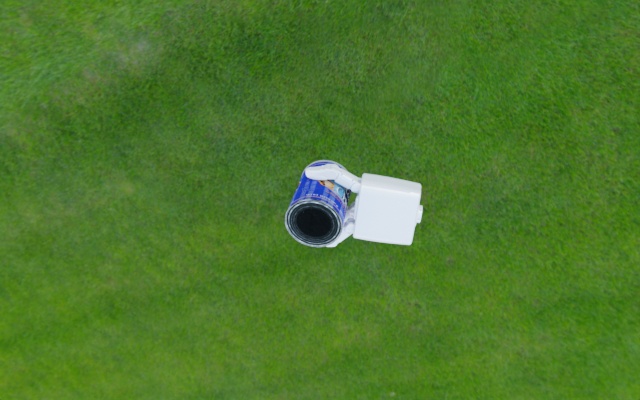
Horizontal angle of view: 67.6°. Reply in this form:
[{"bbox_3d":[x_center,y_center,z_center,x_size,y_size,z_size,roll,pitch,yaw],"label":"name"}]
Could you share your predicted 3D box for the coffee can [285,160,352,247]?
[{"bbox_3d":[0.000,0.003,0.882,0.103,0.103,0.140,0,33,13],"label":"coffee can"}]
